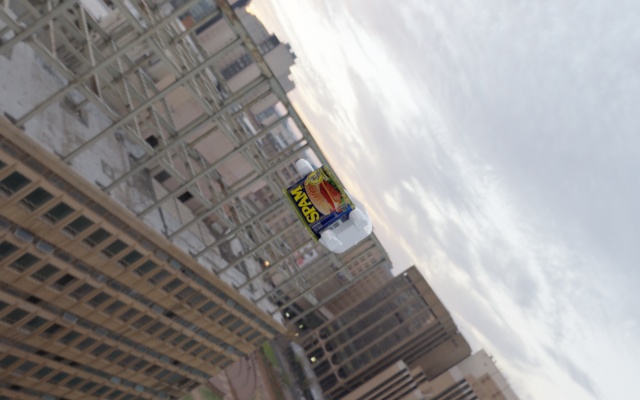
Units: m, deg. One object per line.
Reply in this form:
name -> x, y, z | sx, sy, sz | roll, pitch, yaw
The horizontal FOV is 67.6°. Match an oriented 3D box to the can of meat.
can of meat -> 0.000, 0.002, 0.773 | 0.084, 0.102, 0.057 | -34, -27, 1
